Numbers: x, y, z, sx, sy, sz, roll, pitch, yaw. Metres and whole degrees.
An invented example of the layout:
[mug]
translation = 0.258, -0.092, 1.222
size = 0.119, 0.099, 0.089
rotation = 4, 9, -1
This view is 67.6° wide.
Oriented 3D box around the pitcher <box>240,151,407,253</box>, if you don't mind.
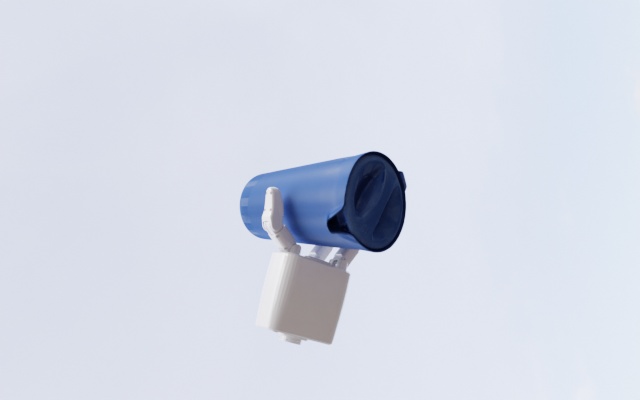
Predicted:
[pitcher]
translation = 0.000, 0.002, 0.709
size = 0.243, 0.145, 0.149
rotation = -2, -24, 44
